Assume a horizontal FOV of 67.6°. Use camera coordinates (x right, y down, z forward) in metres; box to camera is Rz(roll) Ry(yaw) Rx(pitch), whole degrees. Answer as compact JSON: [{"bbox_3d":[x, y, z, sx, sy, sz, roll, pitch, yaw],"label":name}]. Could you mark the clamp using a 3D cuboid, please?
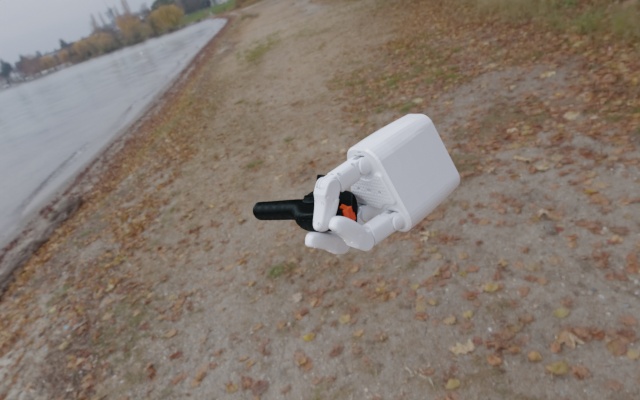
[{"bbox_3d":[0.000,0.002,0.614,0.120,0.039,0.171,-36,29,-28],"label":"clamp"}]
